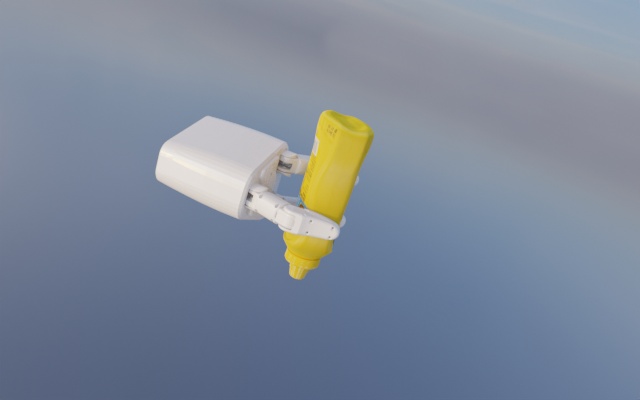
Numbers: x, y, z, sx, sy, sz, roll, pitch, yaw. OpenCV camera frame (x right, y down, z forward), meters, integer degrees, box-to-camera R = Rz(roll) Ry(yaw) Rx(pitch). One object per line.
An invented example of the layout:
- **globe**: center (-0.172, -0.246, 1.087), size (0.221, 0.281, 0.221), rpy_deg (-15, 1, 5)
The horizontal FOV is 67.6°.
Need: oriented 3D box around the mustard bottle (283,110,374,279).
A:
- **mustard bottle**: center (0.000, 0.002, 0.529), size (0.058, 0.192, 0.096), rpy_deg (15, 19, -13)
